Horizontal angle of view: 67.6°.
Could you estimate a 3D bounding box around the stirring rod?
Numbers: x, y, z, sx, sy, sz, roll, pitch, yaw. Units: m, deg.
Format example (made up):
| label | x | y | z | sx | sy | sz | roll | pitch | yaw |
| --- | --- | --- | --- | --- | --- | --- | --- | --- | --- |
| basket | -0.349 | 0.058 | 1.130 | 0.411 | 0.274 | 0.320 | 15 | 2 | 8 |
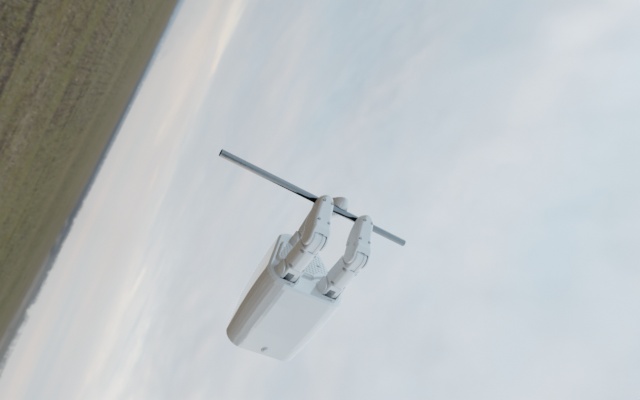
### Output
| label | x | y | z | sx | sy | sz | roll | pitch | yaw |
| --- | --- | --- | --- | --- | --- | --- | --- | --- | --- |
| stirring rod | 0.000 | 0.002 | 0.519 | 0.239 | 0.011 | 0.011 | 26 | -11 | -24 |
